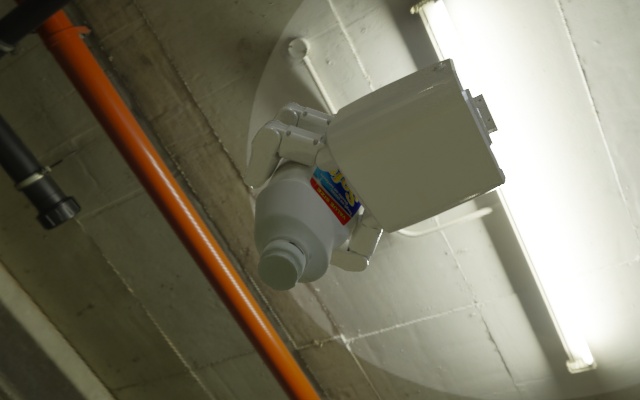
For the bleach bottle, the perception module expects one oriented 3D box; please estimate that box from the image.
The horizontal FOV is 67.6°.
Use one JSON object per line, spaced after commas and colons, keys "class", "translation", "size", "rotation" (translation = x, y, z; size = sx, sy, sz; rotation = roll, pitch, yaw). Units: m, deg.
{"class": "bleach bottle", "translation": [0.000, 0.001, 0.428], "size": [0.068, 0.102, 0.250], "rotation": [-23, 19, 21]}
